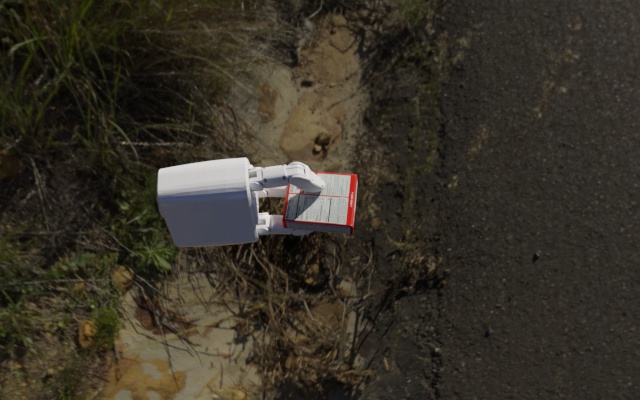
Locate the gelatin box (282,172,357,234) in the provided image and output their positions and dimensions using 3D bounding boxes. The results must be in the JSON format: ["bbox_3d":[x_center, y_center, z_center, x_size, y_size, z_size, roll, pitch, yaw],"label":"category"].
[{"bbox_3d":[0.000,0.002,0.607,0.089,0.073,0.030,4,-26,6],"label":"gelatin box"}]
